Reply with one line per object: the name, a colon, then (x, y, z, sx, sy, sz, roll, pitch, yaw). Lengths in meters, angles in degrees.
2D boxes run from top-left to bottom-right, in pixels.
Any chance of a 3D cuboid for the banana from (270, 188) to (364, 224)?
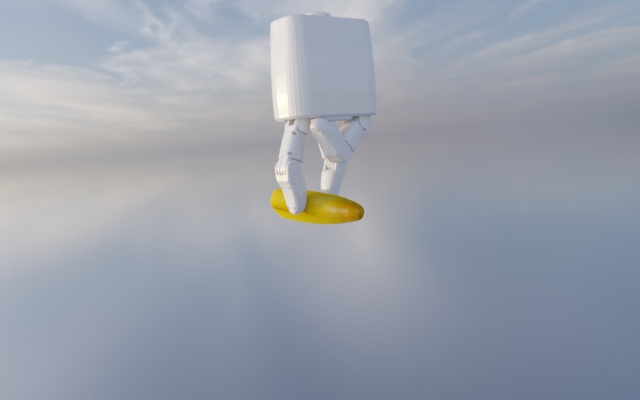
banana: (-0.019, 0.003, 0.575, 0.069, 0.037, 0.198, -6, 6, -20)
